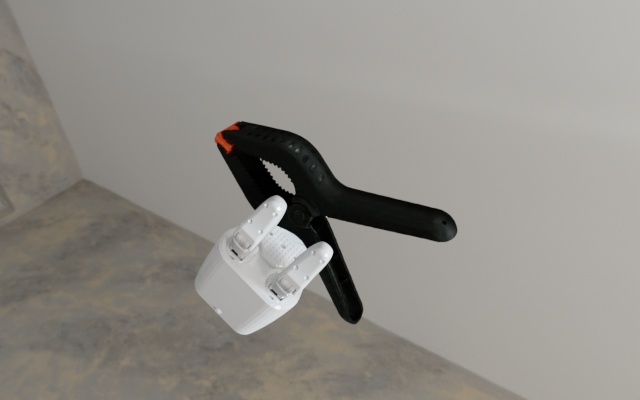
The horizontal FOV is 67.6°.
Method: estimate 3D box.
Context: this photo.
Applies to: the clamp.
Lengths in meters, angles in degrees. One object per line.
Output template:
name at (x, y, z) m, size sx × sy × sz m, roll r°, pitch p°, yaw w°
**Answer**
clamp at (0.000, 0.001, 0.403) m, size 0.036 × 0.210 × 0.165 m, roll -43°, pitch -2°, yaw -45°
